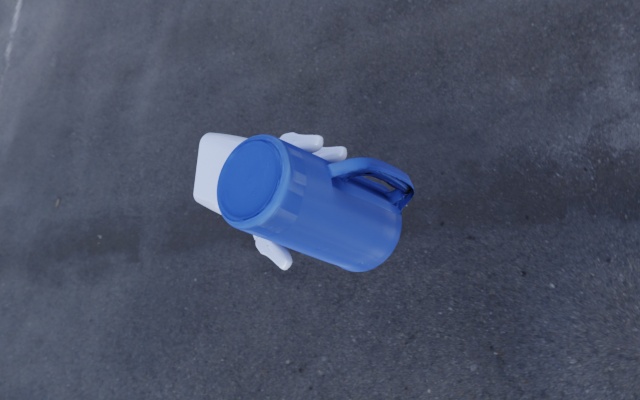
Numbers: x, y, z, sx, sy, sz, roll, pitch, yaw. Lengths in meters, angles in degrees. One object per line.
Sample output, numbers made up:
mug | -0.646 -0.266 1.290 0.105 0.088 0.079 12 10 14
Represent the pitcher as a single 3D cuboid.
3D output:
pitcher | 0.000 0.002 0.597 0.145 0.149 0.243 19 -3 39
